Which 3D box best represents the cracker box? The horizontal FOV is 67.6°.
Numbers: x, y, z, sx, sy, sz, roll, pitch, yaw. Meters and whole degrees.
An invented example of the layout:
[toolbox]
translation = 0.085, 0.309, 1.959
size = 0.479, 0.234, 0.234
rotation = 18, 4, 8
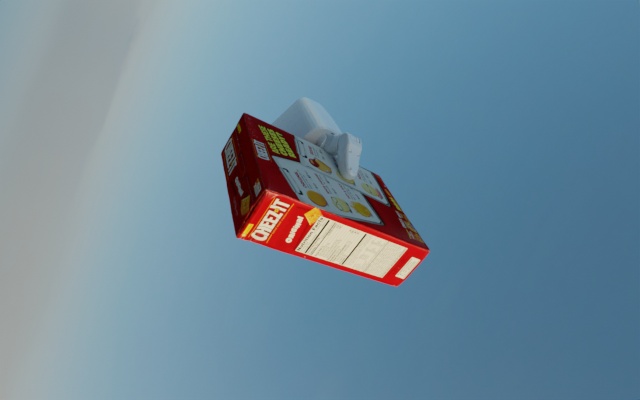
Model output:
[cracker box]
translation = 0.000, 0.002, 0.552
size = 0.214, 0.072, 0.164
rotation = 21, 26, -30
